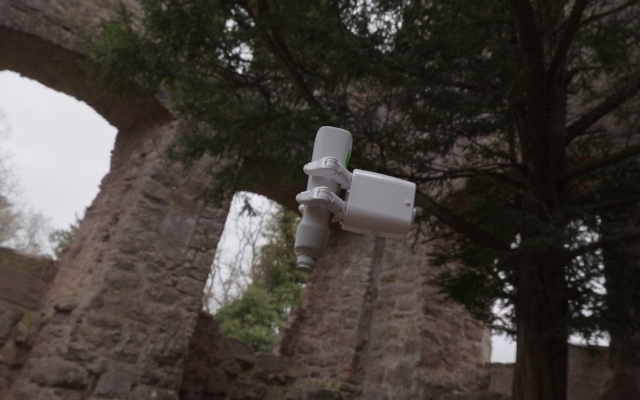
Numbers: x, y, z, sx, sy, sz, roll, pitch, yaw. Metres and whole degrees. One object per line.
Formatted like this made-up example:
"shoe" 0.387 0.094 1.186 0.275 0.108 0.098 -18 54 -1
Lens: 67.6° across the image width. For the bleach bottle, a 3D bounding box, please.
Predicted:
"bleach bottle" 0.000 0.003 0.814 0.068 0.250 0.103 12 -25 2
